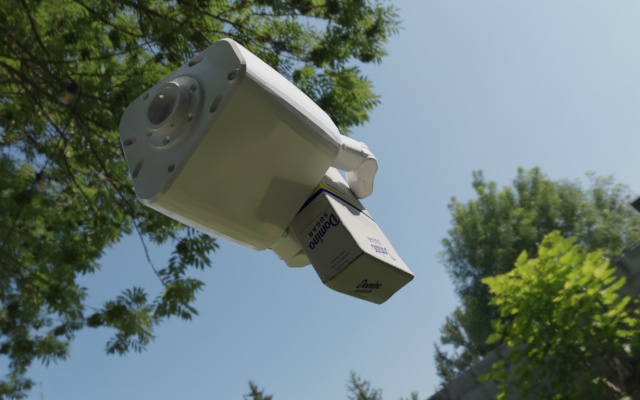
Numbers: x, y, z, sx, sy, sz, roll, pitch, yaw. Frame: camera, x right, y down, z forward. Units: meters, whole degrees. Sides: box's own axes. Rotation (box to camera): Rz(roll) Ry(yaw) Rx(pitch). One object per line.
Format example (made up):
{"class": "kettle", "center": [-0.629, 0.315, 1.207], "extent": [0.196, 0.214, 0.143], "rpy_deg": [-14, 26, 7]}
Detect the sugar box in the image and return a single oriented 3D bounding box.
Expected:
{"class": "sugar box", "center": [0.000, 0.002, 0.404], "extent": [0.048, 0.176, 0.093], "rpy_deg": [-41, -36, 14]}
